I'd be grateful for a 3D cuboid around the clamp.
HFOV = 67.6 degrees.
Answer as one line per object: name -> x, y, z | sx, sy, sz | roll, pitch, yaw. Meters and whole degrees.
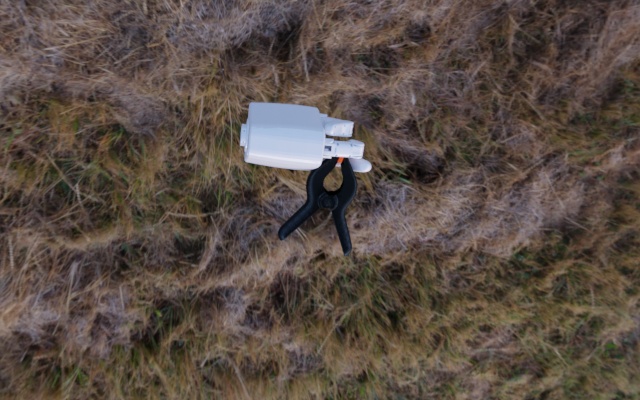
clamp -> 0.000, 0.002, 0.743 | 0.120, 0.171, 0.039 | 5, 14, -11
